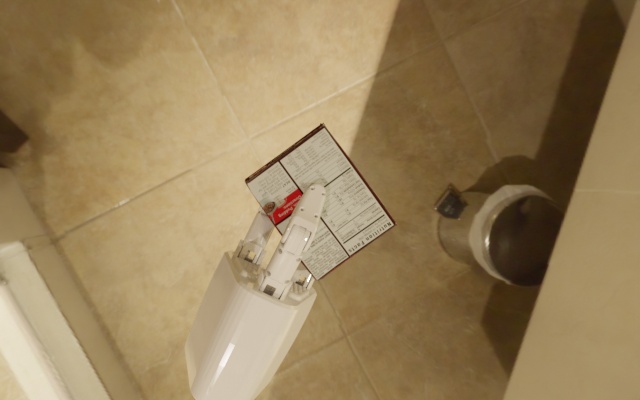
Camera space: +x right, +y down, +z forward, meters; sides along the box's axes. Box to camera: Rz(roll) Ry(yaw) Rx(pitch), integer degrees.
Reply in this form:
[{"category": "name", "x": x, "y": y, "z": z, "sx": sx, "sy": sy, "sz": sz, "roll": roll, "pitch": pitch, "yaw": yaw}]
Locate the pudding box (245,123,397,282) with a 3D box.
[{"category": "pudding box", "x": 0.000, "y": 0.001, "z": 0.428, "sx": 0.090, "sy": 0.113, "sz": 0.039, "roll": -36, "pitch": 8, "yaw": 3}]
